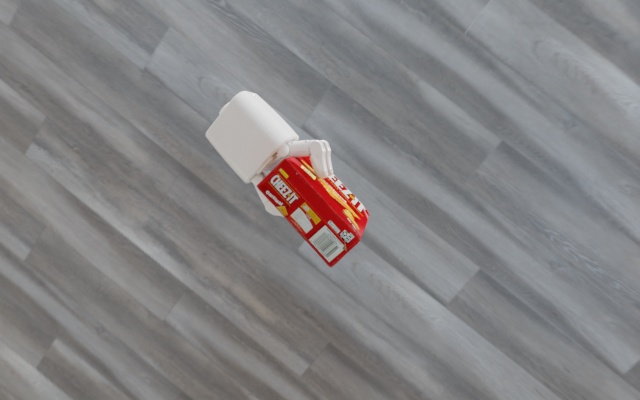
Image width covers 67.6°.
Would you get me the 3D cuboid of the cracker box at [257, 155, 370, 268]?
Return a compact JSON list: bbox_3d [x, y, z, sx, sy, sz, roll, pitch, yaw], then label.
[{"bbox_3d":[0.000,0.003,0.786,0.072,0.164,0.213,-43,0,13],"label":"cracker box"}]
